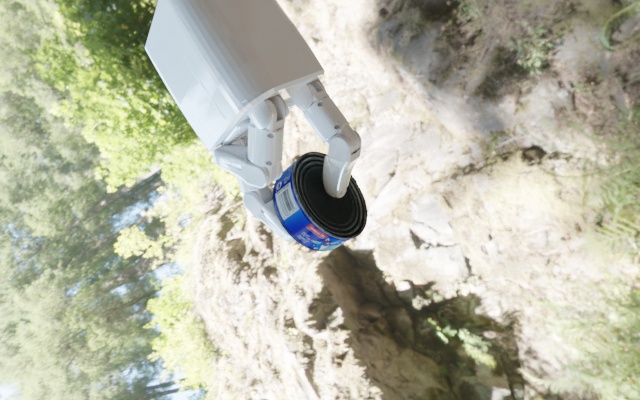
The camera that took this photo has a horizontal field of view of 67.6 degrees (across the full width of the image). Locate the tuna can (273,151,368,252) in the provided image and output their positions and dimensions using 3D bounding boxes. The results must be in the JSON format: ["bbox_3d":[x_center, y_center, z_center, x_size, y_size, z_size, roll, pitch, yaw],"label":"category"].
[{"bbox_3d":[0.000,0.002,0.426,0.086,0.086,0.034,0,-27,-46],"label":"tuna can"}]
